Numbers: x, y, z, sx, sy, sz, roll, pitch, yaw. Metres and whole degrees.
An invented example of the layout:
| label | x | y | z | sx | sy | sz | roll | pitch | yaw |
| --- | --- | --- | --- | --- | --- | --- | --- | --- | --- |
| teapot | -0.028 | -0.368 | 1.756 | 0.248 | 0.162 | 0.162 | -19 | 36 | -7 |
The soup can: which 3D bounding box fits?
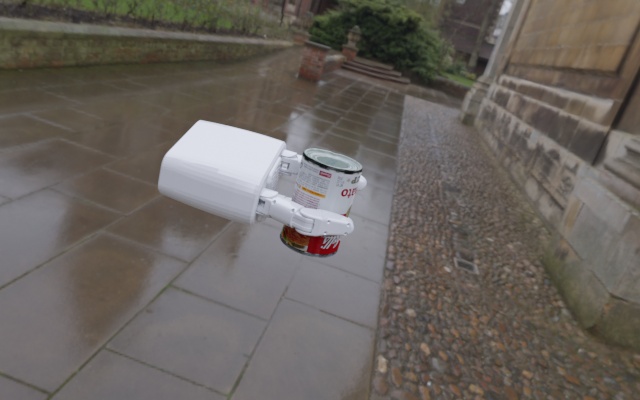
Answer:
| label | x | y | z | sx | sy | sz | roll | pitch | yaw |
| --- | --- | --- | --- | --- | --- | --- | --- | --- | --- |
| soup can | 0.001 | 0.002 | 0.523 | 0.068 | 0.102 | 0.068 | 14 | 19 | -5 |
